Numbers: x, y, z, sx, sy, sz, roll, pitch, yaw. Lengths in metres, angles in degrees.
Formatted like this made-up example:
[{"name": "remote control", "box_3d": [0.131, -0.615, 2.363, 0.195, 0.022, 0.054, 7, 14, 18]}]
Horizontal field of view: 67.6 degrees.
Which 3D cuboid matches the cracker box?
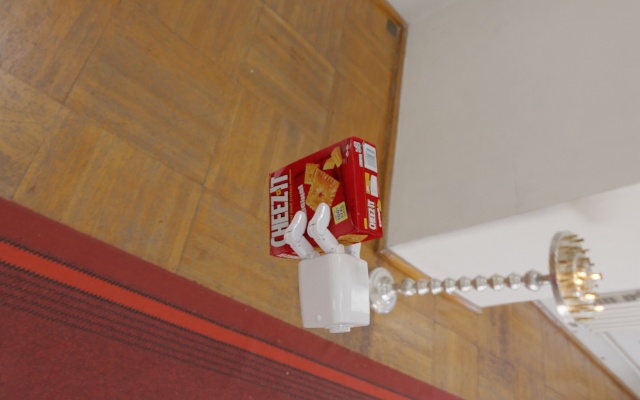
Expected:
[{"name": "cracker box", "box_3d": [0.000, 0.003, 0.825, 0.214, 0.164, 0.072, -19, -25, 41]}]
